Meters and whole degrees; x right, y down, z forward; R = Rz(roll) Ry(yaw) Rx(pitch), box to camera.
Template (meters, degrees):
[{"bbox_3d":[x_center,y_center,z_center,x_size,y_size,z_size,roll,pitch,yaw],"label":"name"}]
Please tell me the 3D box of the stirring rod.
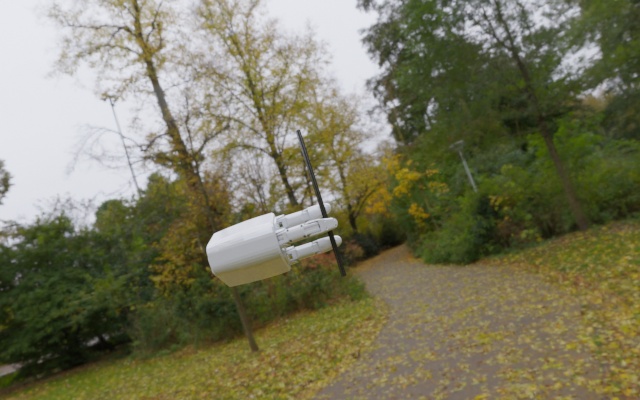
[{"bbox_3d":[0.000,0.003,0.748,0.011,0.239,0.011,-17,-6,-2],"label":"stirring rod"}]
